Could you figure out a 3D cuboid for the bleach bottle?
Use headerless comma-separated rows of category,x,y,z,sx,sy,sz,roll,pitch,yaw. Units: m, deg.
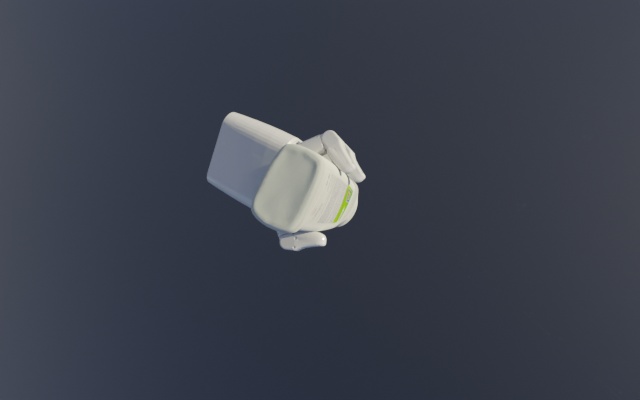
bleach bottle,0.000,0.002,0.645,0.068,0.102,0.251,26,0,19
